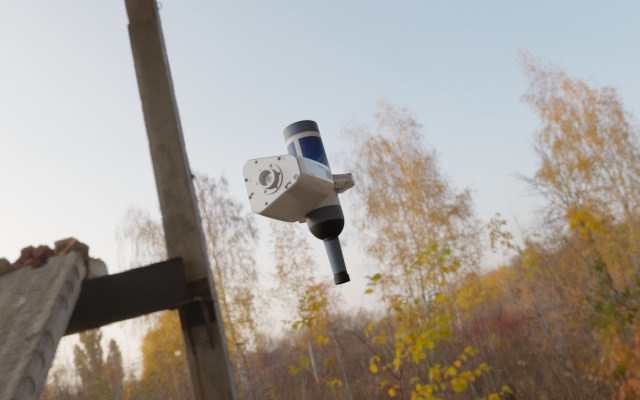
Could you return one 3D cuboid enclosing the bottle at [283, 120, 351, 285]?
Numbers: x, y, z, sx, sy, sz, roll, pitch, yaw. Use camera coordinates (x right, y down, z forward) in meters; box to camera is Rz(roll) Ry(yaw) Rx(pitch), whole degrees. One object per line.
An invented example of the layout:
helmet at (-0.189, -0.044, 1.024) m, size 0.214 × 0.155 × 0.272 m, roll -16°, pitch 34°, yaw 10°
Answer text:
bottle at (0.000, 0.003, 0.843) m, size 0.069 × 0.295 × 0.069 m, roll -14°, pitch -16°, yaw -4°
